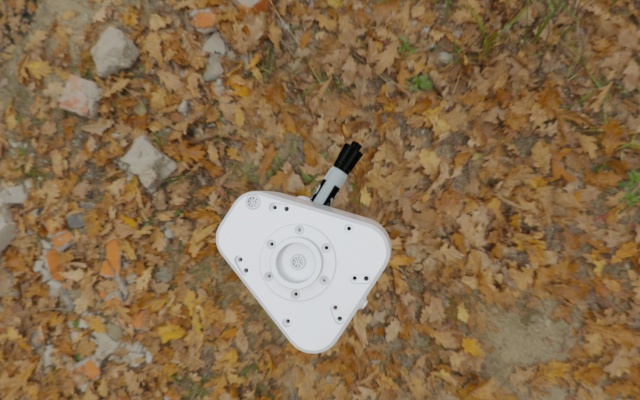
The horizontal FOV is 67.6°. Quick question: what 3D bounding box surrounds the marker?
[{"bbox_3d":[0.000,0.001,0.415,0.020,0.121,0.020,33,0,0],"label":"marker"}]
